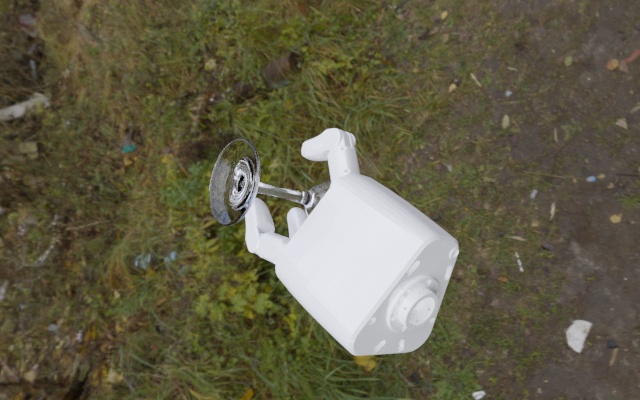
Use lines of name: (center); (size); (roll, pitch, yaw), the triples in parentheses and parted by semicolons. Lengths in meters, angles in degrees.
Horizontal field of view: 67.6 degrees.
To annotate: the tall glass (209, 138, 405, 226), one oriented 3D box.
tall glass: (0.000, 0.001, 0.461); (0.201, 0.079, 0.079); (13, -9, -41)
